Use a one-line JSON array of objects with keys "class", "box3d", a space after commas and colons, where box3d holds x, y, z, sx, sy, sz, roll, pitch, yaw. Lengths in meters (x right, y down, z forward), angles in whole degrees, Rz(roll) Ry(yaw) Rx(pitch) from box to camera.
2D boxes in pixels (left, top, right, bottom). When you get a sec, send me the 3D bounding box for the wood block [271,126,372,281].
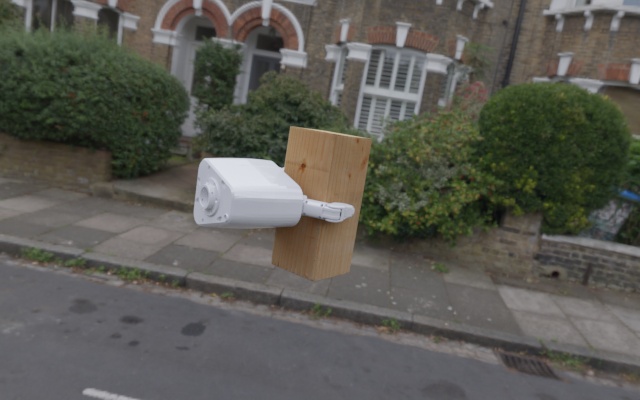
[{"class": "wood block", "box3d": [0.000, 0.002, 0.706, 0.091, 0.206, 0.090, 16, 12, 37]}]
